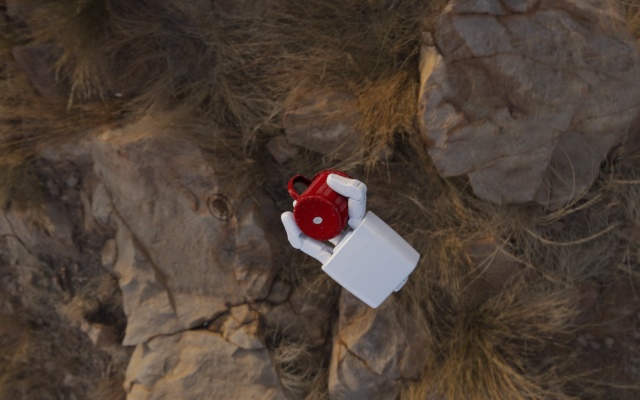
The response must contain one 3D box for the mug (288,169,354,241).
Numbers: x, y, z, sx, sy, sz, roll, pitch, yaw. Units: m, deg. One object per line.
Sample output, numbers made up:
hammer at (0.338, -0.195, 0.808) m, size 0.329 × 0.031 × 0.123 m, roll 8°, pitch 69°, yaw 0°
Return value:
mug at (-0.001, 0.002, 0.745) m, size 0.117 × 0.093 × 0.081 m, roll 38°, pitch 36°, yaw 1°
